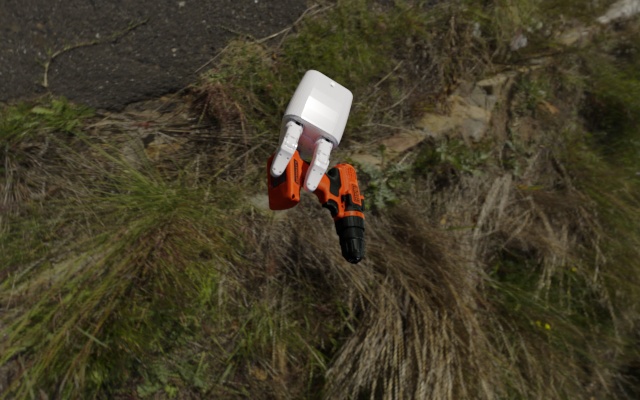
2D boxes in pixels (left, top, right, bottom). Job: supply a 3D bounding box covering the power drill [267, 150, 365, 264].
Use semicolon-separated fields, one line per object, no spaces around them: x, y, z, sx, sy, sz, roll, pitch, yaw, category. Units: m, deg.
0.000;0.002;0.780;0.057;0.184;0.188;-29;-35;34;power drill
